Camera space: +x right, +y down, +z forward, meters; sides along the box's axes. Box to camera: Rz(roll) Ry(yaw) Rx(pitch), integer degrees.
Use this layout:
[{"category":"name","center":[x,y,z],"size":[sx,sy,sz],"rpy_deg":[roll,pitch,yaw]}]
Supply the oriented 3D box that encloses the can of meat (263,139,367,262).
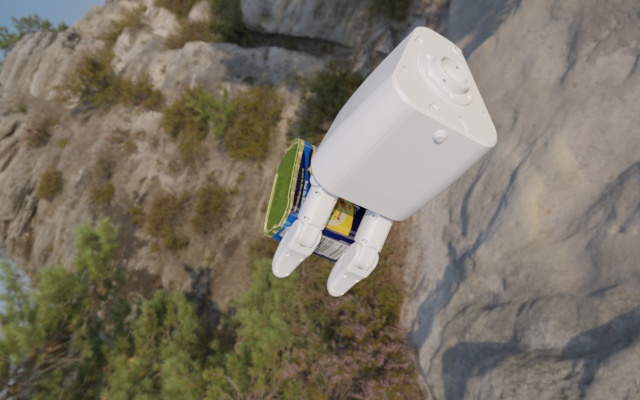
[{"category":"can of meat","center":[0.000,0.001,0.447],"size":[0.084,0.102,0.057],"rpy_deg":[23,-37,-20]}]
